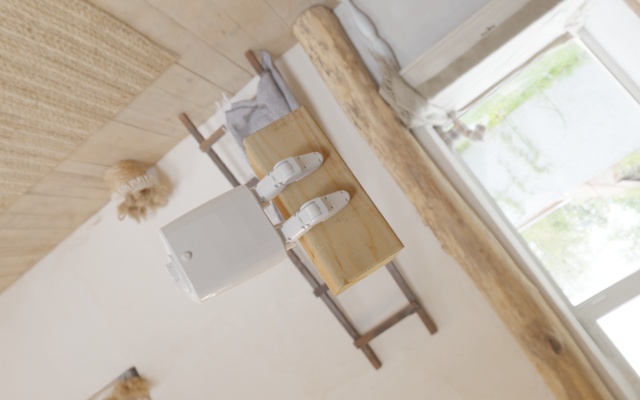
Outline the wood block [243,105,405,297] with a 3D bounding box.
[{"bbox_3d":[0.000,0.002,0.581,0.090,0.206,0.091,-31,-14,-10],"label":"wood block"}]
